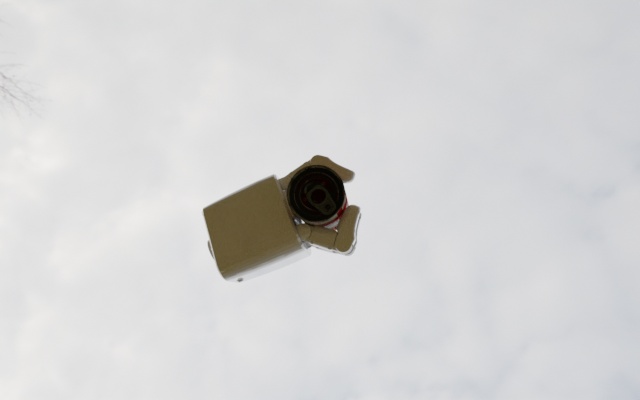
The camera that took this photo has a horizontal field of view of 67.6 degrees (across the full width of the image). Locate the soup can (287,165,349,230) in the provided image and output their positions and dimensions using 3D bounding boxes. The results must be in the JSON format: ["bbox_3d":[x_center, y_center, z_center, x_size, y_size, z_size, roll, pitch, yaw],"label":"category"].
[{"bbox_3d":[0.001,0.002,0.596,0.068,0.068,0.102,0,-12,7],"label":"soup can"}]
